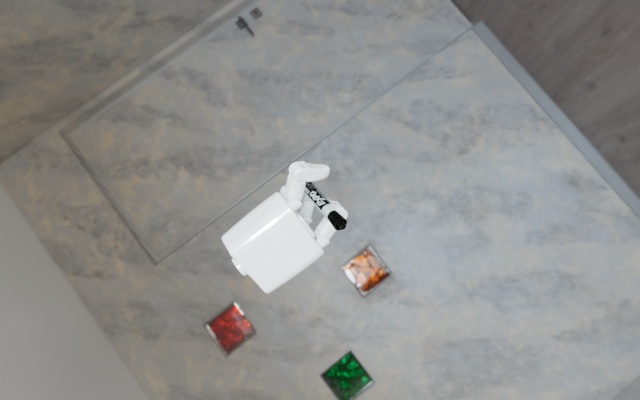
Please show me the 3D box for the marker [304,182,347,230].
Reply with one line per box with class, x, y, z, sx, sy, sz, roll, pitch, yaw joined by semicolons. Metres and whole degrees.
marker;0.000;0.002;0.649;0.020;0.020;0.121;0;32;-34
